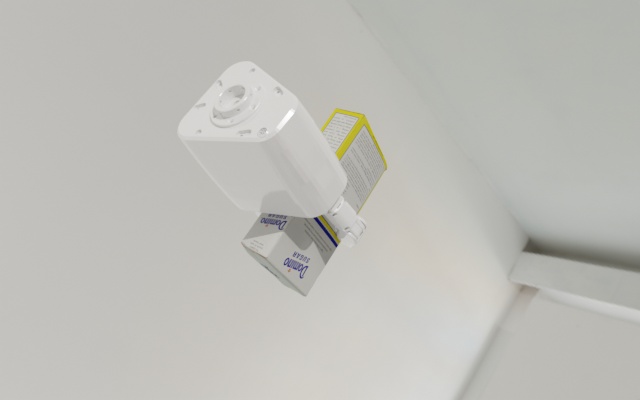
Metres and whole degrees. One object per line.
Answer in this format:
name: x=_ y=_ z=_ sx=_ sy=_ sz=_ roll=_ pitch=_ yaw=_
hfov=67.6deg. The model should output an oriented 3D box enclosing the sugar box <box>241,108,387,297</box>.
sugar box: x=0.000 y=0.001 z=0.496 sx=0.048 sy=0.176 sz=0.093 roll=24 pitch=-20 yaw=37
